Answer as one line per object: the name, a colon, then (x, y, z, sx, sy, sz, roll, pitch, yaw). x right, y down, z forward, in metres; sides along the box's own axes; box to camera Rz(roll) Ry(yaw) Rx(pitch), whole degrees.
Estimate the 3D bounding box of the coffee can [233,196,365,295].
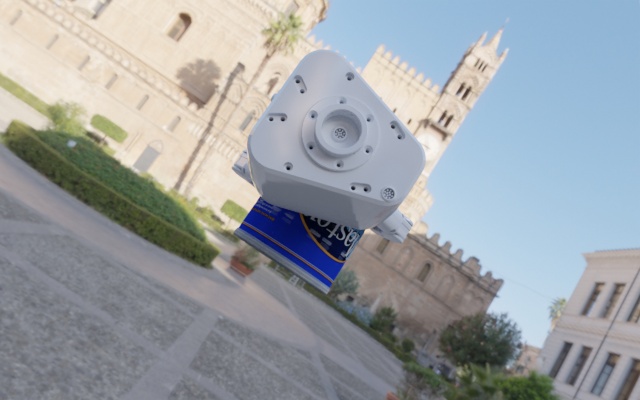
coffee can: (0.000, 0.002, 0.450, 0.103, 0.140, 0.103, 32, -9, 6)
